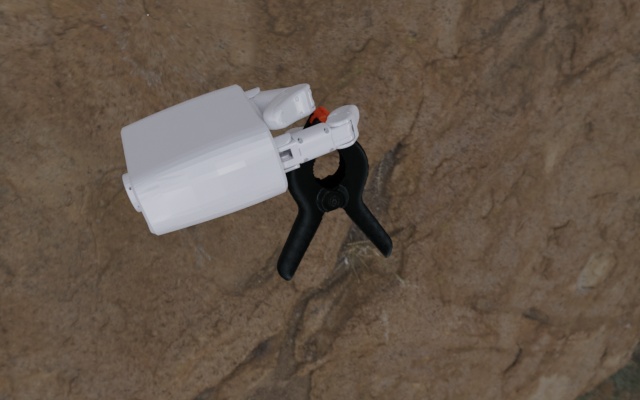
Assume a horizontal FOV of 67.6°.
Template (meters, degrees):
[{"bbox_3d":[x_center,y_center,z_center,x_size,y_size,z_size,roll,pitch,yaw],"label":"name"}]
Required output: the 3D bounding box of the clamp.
[{"bbox_3d":[0.000,0.002,0.455,0.120,0.171,0.039,-22,26,-12],"label":"clamp"}]
